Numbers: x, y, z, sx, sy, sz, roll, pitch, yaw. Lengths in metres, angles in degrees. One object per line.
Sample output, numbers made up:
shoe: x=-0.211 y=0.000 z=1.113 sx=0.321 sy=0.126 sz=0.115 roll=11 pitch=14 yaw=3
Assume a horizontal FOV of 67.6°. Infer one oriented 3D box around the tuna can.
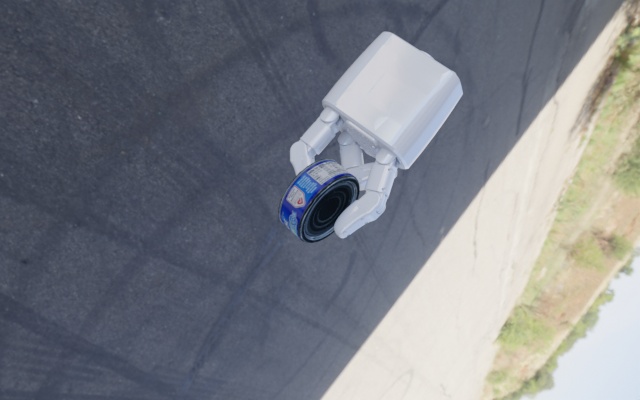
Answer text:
tuna can: x=0.000 y=0.002 z=0.489 sx=0.033 sy=0.086 sz=0.086 roll=40 pitch=22 yaw=28
